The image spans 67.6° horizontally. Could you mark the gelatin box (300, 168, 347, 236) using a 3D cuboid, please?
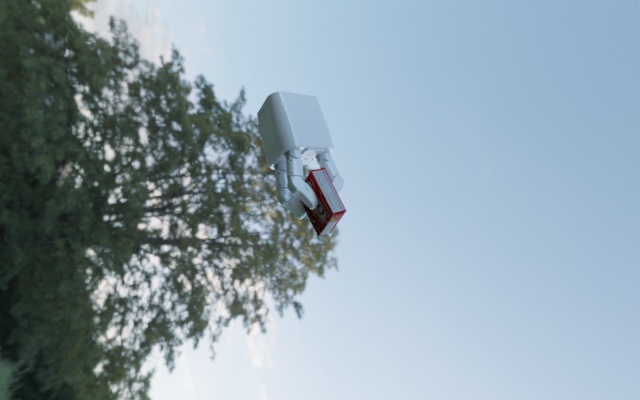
[{"bbox_3d":[0.001,0.003,0.786,0.030,0.089,0.073,-13,-26,-30],"label":"gelatin box"}]
